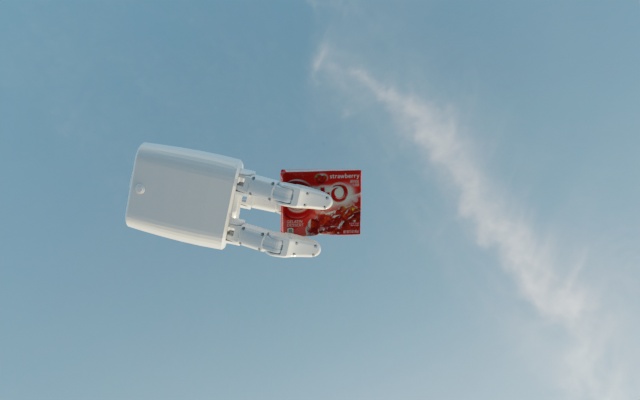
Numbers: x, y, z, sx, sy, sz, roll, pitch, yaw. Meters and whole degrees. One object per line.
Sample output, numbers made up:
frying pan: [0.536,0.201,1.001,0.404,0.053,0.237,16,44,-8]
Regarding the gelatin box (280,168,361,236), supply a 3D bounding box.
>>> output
gelatin box: [0.000,0.002,0.533,0.089,0.073,0.030,-1,9,-8]
